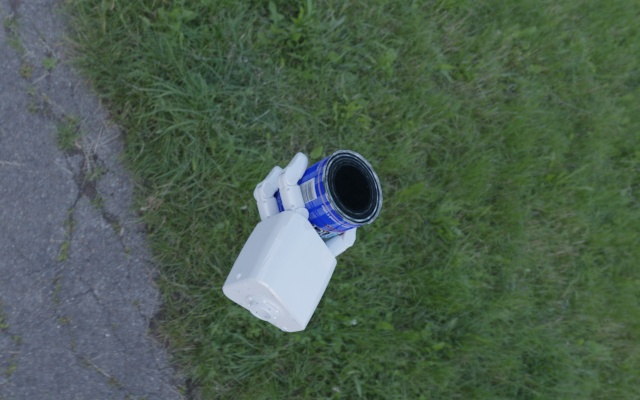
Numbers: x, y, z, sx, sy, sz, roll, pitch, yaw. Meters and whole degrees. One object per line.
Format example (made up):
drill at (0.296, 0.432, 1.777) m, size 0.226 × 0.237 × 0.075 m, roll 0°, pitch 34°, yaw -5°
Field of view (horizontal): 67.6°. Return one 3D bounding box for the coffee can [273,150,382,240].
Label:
coffee can at (0.000, 0.002, 0.664) m, size 0.103 × 0.102 × 0.140 m, roll 0°, pitch -17°, yaw -41°
